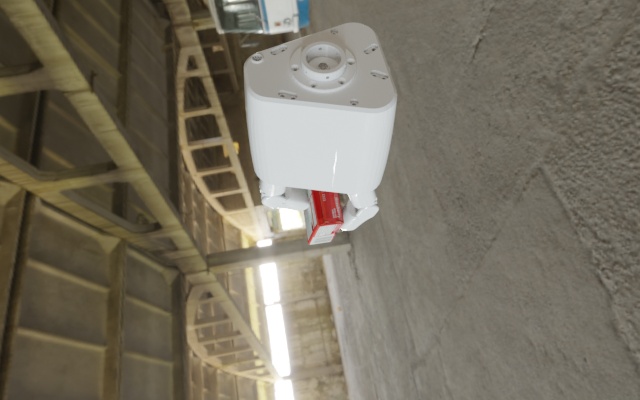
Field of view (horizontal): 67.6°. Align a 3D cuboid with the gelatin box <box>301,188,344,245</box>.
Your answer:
[{"bbox_3d":[0.000,0.002,0.513,0.030,0.073,0.089,-6,-17,-10],"label":"gelatin box"}]
